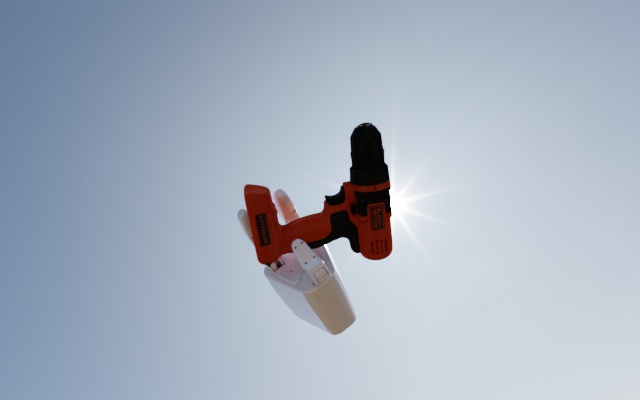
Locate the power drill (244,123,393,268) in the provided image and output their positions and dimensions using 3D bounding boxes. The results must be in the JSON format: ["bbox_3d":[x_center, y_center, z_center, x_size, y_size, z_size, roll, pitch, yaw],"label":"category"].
[{"bbox_3d":[0.000,0.002,0.614,0.187,0.184,0.057,-9,17,-4],"label":"power drill"}]
